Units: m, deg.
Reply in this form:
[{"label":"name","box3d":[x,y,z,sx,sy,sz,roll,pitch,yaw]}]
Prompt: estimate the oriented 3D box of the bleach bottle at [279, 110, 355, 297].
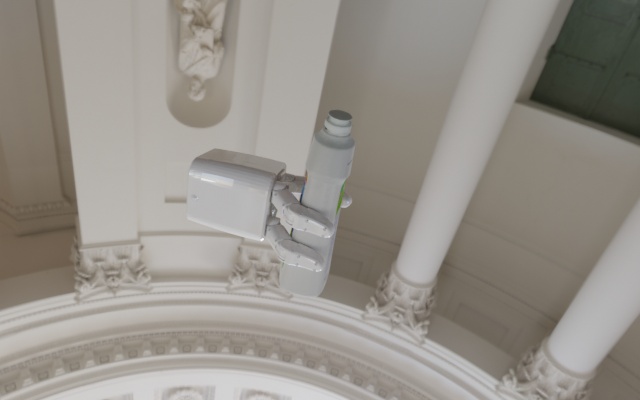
[{"label":"bleach bottle","box3d":[0.000,0.002,0.612,0.068,0.251,0.102,13,33,1]}]
